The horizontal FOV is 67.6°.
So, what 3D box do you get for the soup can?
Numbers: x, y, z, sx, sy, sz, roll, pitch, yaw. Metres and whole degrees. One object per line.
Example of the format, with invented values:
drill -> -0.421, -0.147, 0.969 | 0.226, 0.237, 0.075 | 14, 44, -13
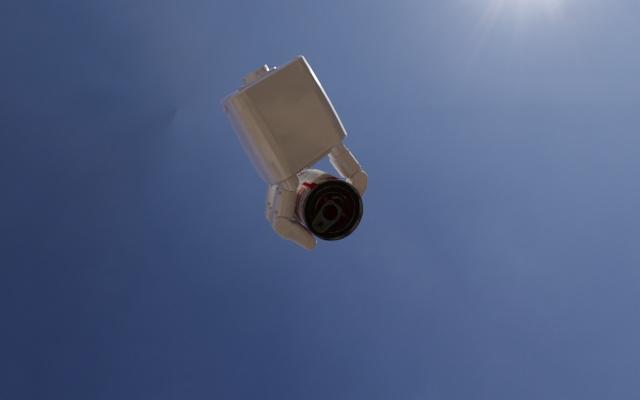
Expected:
soup can -> 0.000, 0.002, 0.561 | 0.068, 0.068, 0.102 | 0, 10, -17
